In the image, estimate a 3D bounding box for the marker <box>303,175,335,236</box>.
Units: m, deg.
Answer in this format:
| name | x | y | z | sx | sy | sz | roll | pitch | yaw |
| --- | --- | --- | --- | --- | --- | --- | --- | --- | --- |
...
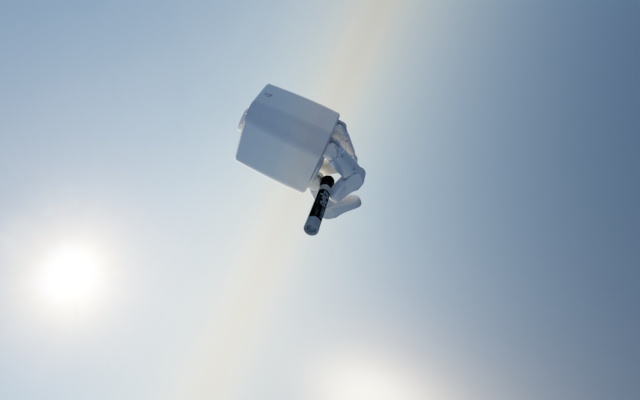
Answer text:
| name | x | y | z | sx | sy | sz | roll | pitch | yaw |
| --- | --- | --- | --- | --- | --- | --- | --- | --- | --- |
| marker | 0.000 | 0.002 | 0.605 | 0.020 | 0.020 | 0.121 | 0 | 32 | 13 |
